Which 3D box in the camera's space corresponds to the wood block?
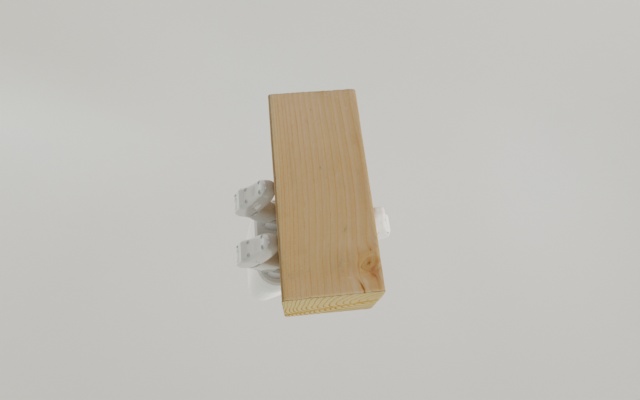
[{"bbox_3d":[0.000,0.002,0.478,0.091,0.206,0.090,-5,-22,-4],"label":"wood block"}]
